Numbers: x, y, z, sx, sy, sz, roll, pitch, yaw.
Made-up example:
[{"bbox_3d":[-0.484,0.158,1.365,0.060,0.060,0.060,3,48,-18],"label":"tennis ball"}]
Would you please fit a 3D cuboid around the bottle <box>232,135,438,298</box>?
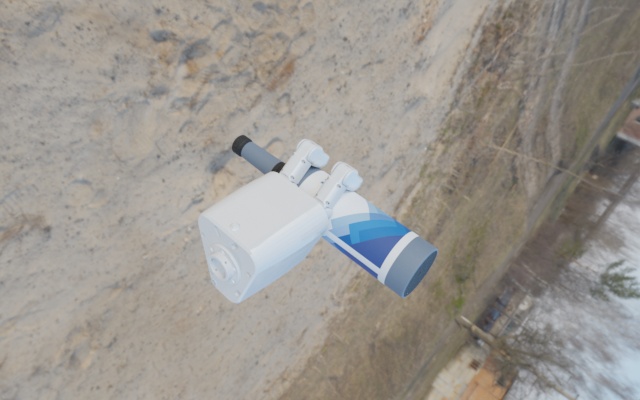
[{"bbox_3d":[0.000,0.002,0.581,0.295,0.069,0.069,36,16,24],"label":"bottle"}]
